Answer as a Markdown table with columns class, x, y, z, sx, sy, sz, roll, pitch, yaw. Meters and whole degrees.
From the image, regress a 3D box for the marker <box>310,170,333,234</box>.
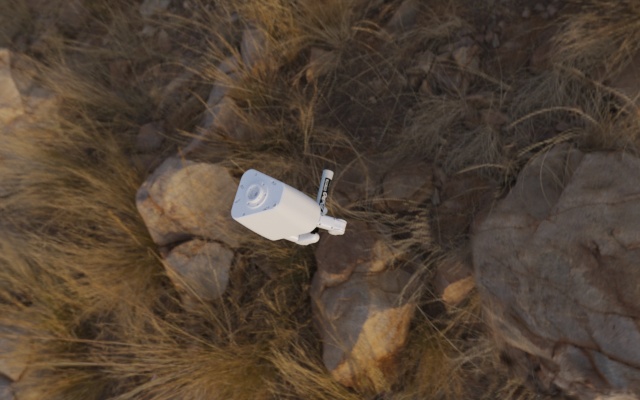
| class | x | y | z | sx | sy | sz | roll | pitch | yaw |
| --- | --- | --- | --- | --- | --- | --- | --- | --- | --- |
| marker | 0.000 | 0.003 | 0.864 | 0.020 | 0.121 | 0.020 | 13 | -15 | 4 |
